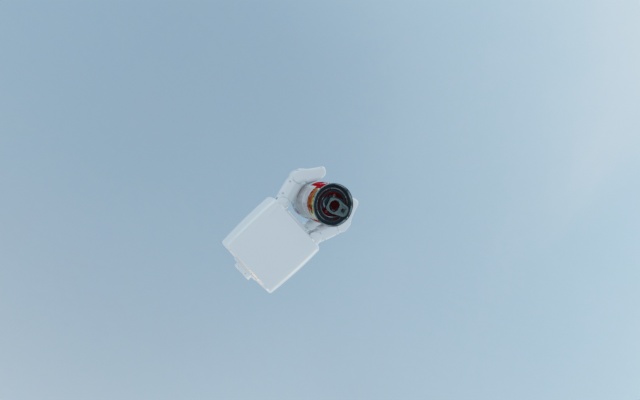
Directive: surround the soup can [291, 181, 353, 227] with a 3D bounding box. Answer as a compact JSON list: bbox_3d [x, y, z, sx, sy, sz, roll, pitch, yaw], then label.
[{"bbox_3d":[0.000,0.002,0.773,0.068,0.068,0.102,0,5,-23],"label":"soup can"}]
